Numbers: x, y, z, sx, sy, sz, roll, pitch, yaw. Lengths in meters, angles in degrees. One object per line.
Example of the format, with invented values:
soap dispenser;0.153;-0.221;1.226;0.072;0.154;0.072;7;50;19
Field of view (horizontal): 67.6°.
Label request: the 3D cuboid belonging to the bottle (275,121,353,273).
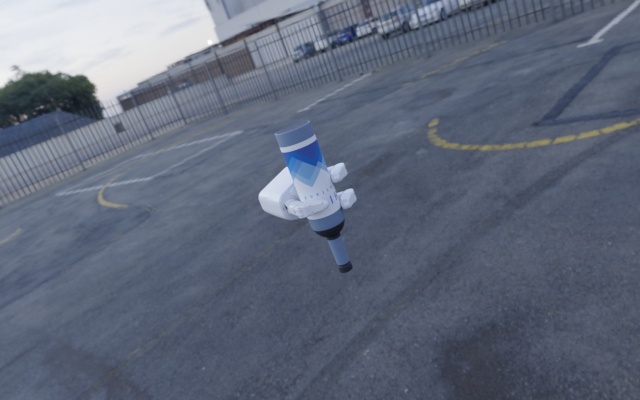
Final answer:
bottle;0.000;0.003;0.883;0.069;0.296;0.069;-19;18;6
